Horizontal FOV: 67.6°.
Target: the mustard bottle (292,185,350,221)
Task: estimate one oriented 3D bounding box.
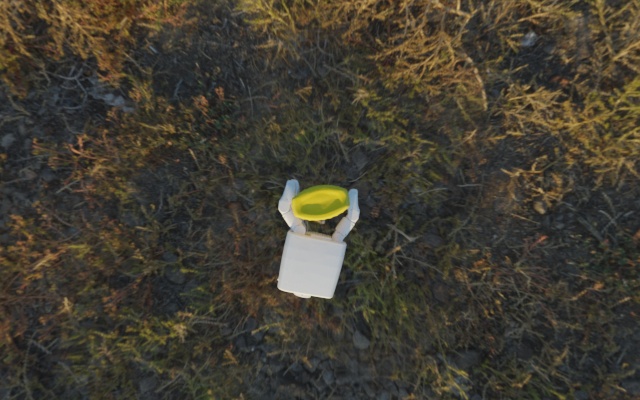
[{"bbox_3d":[0.000,0.003,0.879,0.096,0.058,0.191,-12,1,0],"label":"mustard bottle"}]
